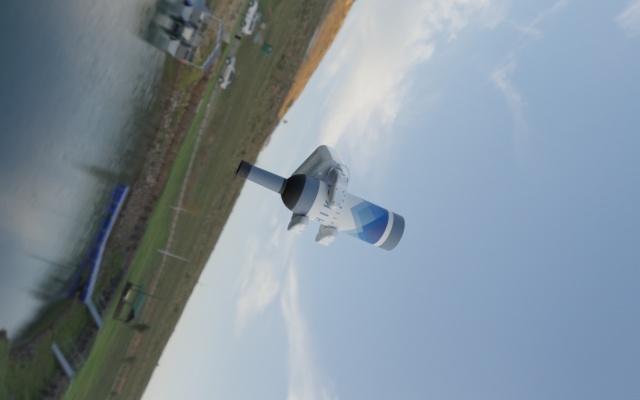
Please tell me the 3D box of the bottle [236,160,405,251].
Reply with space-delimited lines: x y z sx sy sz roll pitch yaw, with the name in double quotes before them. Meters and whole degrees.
"bottle" 0.000 0.003 0.802 0.296 0.069 0.069 23 -7 -16
